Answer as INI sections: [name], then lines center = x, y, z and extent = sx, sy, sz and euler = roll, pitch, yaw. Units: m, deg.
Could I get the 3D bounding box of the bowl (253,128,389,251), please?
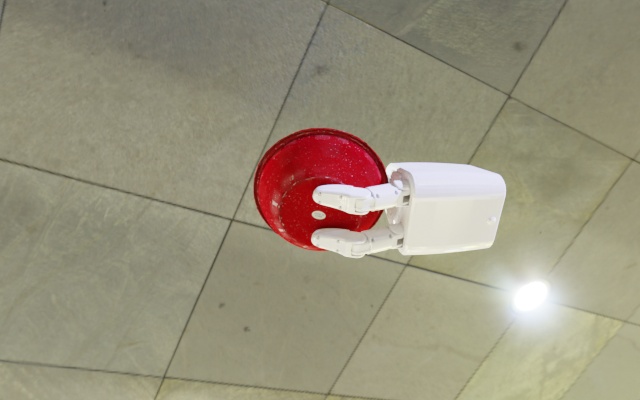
[bowl]
center = -0.001, 0.002, 0.546
extent = 0.162, 0.162, 0.055
euler = 0, 29, 1
